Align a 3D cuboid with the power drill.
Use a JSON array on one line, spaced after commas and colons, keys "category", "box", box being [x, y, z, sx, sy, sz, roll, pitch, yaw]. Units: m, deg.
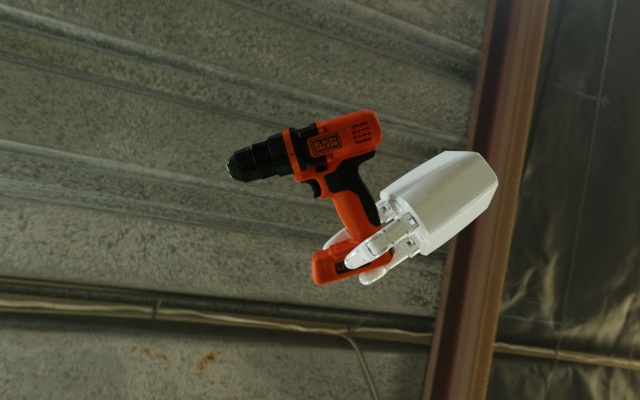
[{"category": "power drill", "box": [0.000, 0.002, 0.569, 0.184, 0.188, 0.057, -17, 14, 3]}]
